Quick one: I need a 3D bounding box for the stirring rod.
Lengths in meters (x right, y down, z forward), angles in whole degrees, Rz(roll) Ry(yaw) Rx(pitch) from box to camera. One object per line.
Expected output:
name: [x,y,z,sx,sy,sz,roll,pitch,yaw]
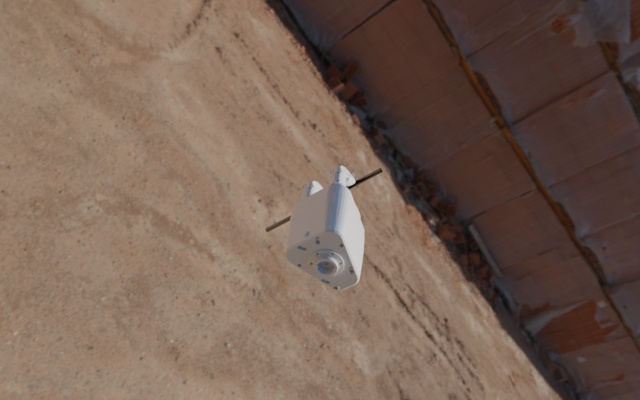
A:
stirring rod: [0.000,0.003,0.814,0.239,0.011,0.011,-28,-12,24]
